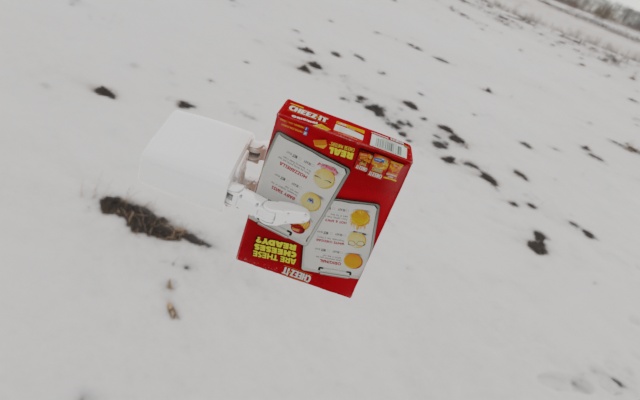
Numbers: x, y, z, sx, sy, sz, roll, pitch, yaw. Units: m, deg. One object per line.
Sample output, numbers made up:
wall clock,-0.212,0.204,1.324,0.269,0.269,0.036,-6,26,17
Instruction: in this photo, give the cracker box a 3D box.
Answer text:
cracker box,0.000,0.002,0.607,0.164,0.214,0.072,19,30,-1
